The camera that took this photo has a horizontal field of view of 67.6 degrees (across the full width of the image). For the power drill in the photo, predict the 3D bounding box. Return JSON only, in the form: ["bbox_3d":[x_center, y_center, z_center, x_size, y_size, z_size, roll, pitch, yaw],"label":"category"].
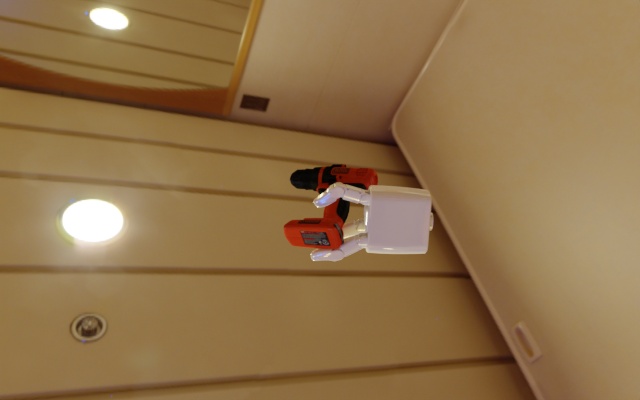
[{"bbox_3d":[0.000,0.003,0.896,0.184,0.057,0.187,0,44,26],"label":"power drill"}]
